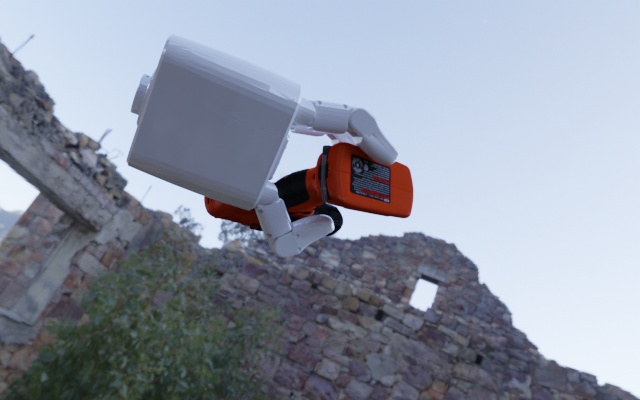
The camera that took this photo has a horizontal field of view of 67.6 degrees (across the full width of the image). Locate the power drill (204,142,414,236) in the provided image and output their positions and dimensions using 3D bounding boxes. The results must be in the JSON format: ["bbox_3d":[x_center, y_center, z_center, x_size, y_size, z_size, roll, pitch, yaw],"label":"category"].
[{"bbox_3d":[0.000,0.001,0.495,0.184,0.057,0.188,12,-18,-41],"label":"power drill"}]
